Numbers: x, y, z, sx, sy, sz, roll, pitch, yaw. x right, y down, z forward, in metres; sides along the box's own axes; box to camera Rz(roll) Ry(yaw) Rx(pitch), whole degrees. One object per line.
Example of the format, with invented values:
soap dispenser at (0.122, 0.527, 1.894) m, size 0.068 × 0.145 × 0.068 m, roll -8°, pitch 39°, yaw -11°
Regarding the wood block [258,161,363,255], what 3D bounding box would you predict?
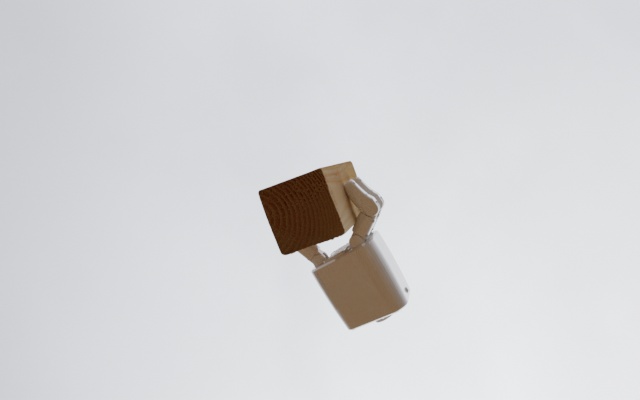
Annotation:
wood block at (0.000, 0.003, 0.687) m, size 0.091 × 0.090 × 0.206 m, roll -20°, pitch 2°, yaw 15°
